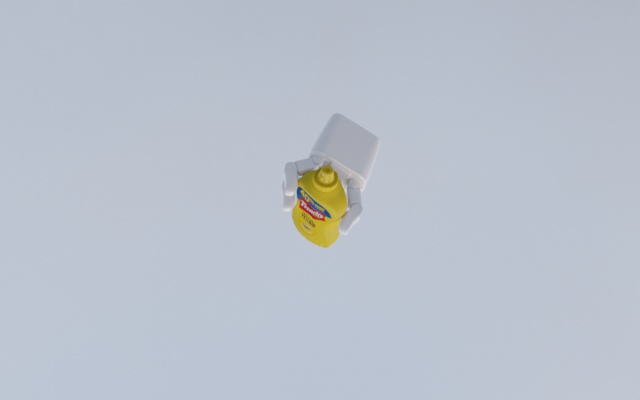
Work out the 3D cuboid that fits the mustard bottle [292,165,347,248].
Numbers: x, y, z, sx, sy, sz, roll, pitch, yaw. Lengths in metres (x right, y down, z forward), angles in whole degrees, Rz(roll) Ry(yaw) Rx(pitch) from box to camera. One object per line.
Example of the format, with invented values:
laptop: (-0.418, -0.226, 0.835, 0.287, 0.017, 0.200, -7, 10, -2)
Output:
mustard bottle: (0.000, 0.003, 0.813, 0.058, 0.096, 0.192, -38, -20, -27)
